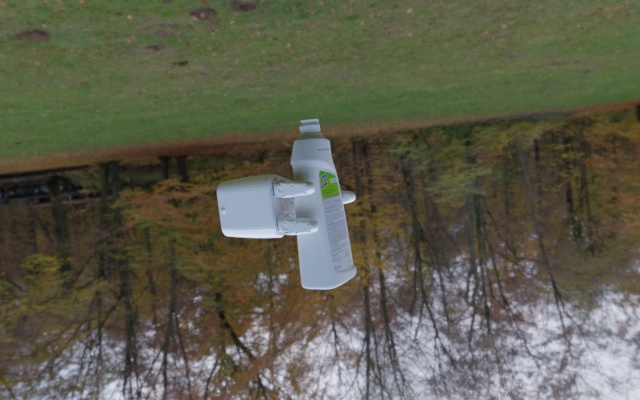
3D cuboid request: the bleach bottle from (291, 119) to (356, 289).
[{"bbox_3d":[0.000,0.002,0.735,0.068,0.251,0.102,-4,6,27],"label":"bleach bottle"}]
